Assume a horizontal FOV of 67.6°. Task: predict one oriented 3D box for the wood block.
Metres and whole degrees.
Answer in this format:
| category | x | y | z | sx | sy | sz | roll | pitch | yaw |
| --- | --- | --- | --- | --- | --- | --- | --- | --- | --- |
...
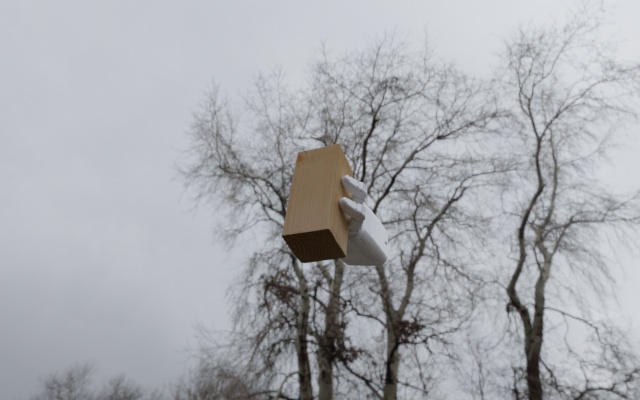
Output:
| category | x | y | z | sx | sy | sz | roll | pitch | yaw |
| --- | --- | --- | --- | --- | --- | --- | --- | --- | --- |
| wood block | 0.000 | 0.003 | 0.892 | 0.091 | 0.206 | 0.090 | -11 | -44 | 20 |
